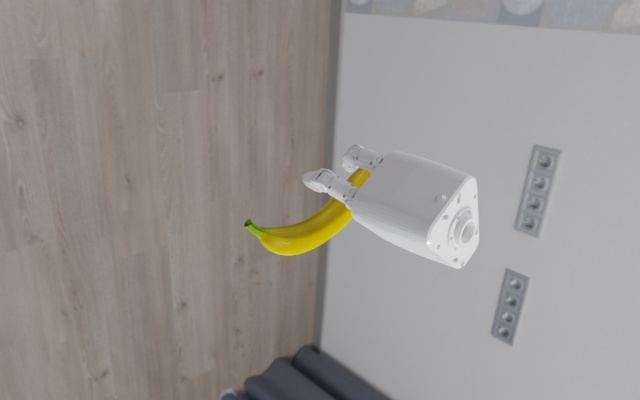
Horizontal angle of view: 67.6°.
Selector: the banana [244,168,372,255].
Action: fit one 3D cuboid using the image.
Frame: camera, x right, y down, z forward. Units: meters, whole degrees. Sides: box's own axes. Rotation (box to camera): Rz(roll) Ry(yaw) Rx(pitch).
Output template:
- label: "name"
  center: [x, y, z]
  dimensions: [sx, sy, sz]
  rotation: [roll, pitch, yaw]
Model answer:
- label: "banana"
  center: [0.000, 0.020, 0.608]
  dimensions: [0.197, 0.070, 0.037]
  rotation: [-27, 32, -31]
